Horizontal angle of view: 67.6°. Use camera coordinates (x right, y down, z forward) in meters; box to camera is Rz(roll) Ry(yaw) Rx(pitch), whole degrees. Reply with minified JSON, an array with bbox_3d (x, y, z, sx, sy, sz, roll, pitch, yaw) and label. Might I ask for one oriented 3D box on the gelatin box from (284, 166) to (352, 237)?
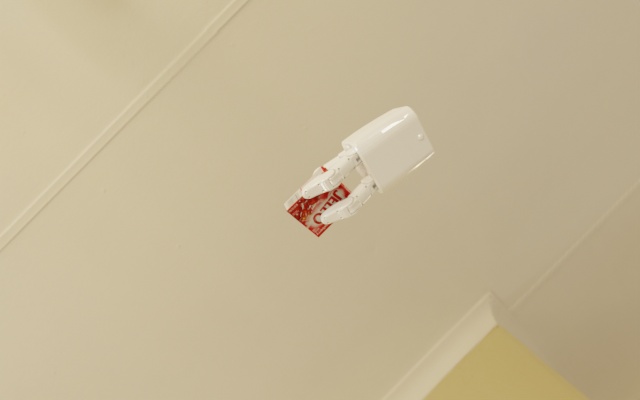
[{"bbox_3d":[0.000,0.002,0.745,0.073,0.089,0.030,41,10,-27],"label":"gelatin box"}]
